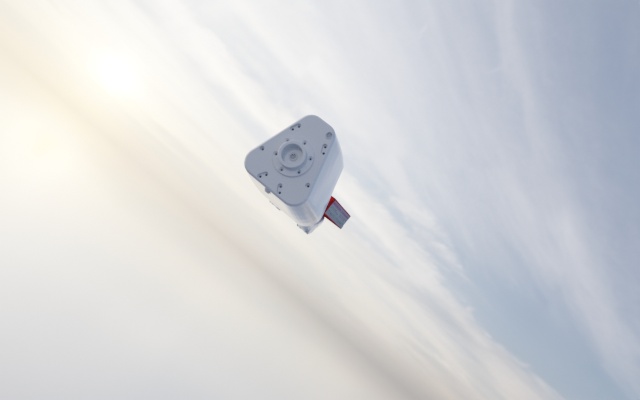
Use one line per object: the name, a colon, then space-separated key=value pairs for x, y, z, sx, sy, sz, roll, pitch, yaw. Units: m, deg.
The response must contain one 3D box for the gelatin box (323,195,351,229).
gelatin box: x=0.001 y=0.002 z=0.720 sx=0.073 sy=0.030 sz=0.089 roll=37 pitch=-3 yaw=26
